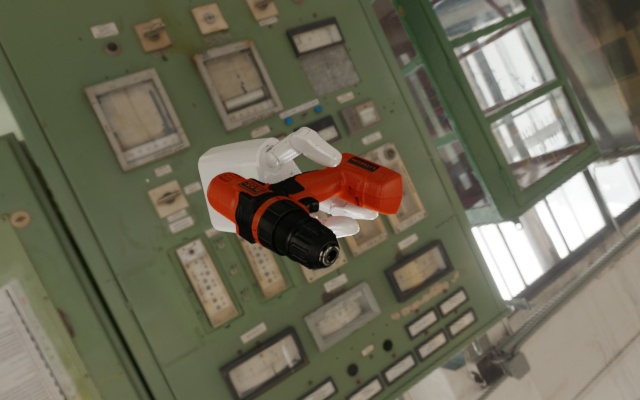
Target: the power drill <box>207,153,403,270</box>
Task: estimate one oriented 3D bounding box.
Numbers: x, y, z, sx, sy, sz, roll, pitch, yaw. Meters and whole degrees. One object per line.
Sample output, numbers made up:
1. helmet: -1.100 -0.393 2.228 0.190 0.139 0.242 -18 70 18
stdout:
1. power drill: 0.000 0.002 0.505 0.187 0.057 0.184 -14 31 -40
